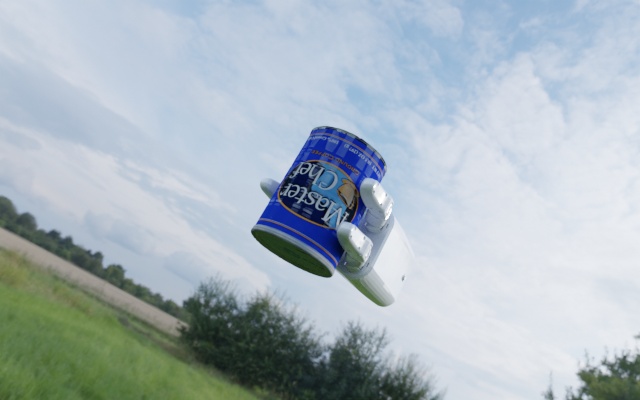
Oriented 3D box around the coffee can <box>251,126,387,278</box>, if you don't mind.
[{"bbox_3d":[0.000,0.002,0.544,0.103,0.140,0.103,26,-19,10],"label":"coffee can"}]
